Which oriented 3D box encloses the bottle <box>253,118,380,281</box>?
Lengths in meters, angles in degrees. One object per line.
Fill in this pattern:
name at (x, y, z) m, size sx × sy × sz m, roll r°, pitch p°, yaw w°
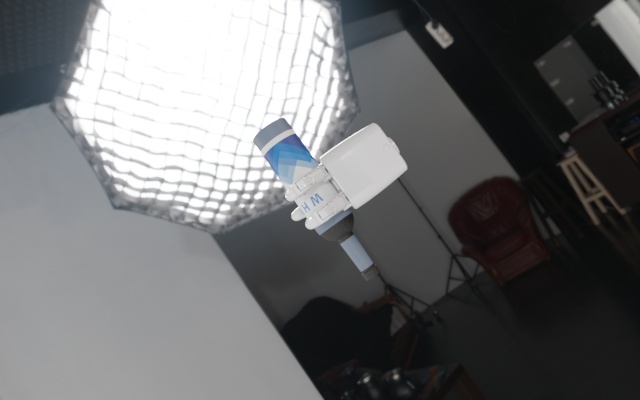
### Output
bottle at (0.000, 0.002, 0.779) m, size 0.069 × 0.295 × 0.069 m, roll -35°, pitch -4°, yaw -3°
